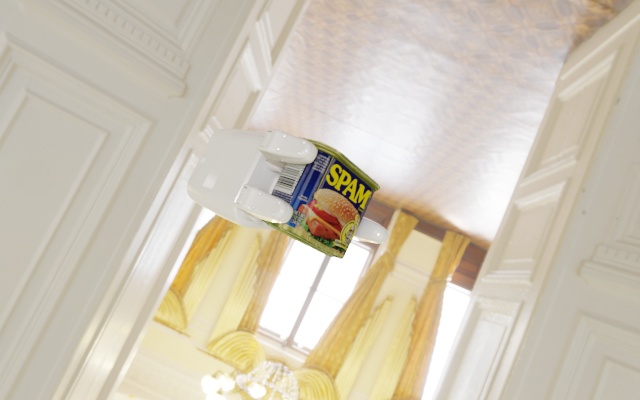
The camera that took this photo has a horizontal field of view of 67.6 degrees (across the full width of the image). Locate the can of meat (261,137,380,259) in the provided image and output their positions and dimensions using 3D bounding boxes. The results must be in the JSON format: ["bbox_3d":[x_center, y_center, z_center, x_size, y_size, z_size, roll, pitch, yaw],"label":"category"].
[{"bbox_3d":[0.000,0.002,0.454,0.057,0.084,0.102,19,-10,42],"label":"can of meat"}]
